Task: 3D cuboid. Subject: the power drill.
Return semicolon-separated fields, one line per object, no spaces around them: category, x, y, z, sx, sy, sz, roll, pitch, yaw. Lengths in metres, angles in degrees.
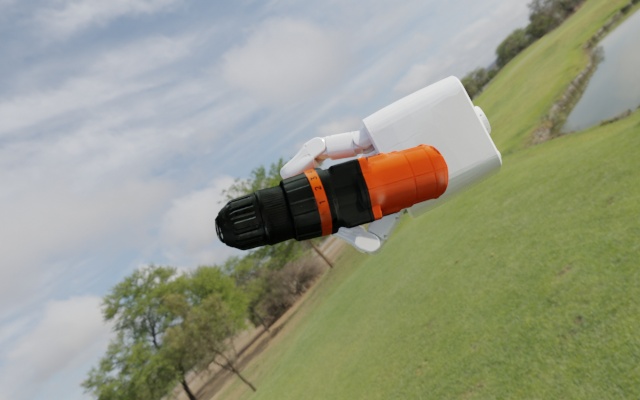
power drill;0.000;0.001;0.435;0.184;0.057;0.187;-14;2;-9
